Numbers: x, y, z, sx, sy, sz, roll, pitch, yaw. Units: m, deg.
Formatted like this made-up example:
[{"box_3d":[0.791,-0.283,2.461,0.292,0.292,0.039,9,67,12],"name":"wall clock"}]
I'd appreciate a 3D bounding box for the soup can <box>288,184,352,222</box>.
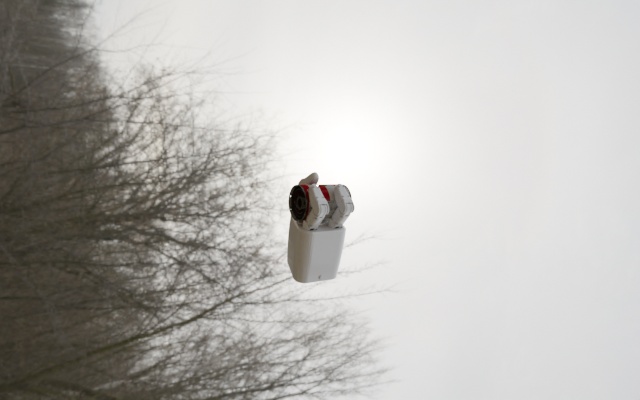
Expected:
[{"box_3d":[0.000,0.002,0.899,0.102,0.068,0.068,-3,1,-31],"name":"soup can"}]
